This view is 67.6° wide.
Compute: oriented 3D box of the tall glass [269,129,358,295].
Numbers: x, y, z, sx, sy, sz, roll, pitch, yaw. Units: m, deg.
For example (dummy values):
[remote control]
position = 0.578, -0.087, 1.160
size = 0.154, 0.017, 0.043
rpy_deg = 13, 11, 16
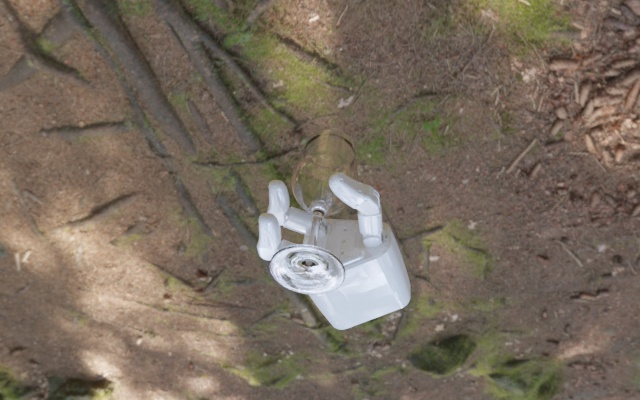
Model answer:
[tall glass]
position = 0.000, 0.002, 0.531
size = 0.079, 0.079, 0.200
rpy_deg = 0, 43, 10
